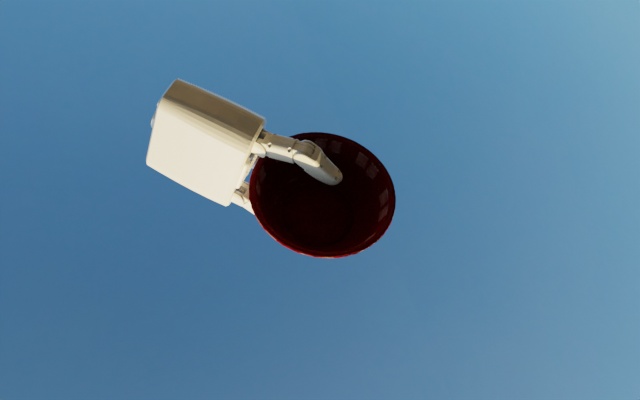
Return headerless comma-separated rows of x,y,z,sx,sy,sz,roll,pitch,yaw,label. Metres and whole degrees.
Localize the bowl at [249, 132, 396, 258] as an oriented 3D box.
0.001,0.003,0.539,0.162,0.162,0.055,0,-32,-9,bowl
